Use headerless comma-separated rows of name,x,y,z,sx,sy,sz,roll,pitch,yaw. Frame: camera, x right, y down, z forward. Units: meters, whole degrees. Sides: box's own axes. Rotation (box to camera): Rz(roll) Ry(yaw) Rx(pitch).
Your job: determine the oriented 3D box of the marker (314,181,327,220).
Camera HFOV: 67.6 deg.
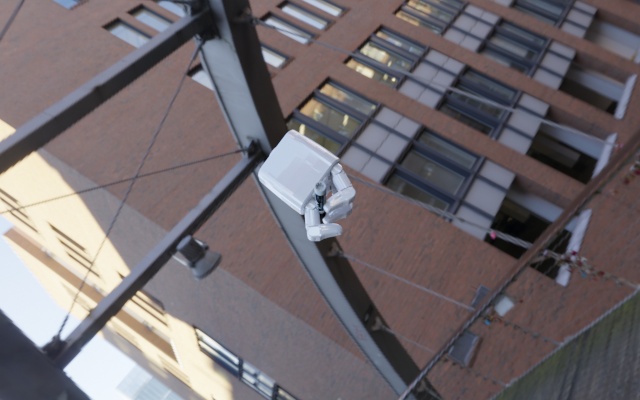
marker,0.000,0.003,0.801,0.020,0.020,0.121,0,-24,1
